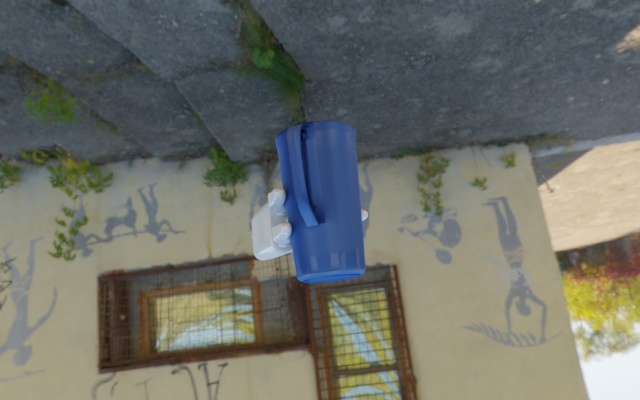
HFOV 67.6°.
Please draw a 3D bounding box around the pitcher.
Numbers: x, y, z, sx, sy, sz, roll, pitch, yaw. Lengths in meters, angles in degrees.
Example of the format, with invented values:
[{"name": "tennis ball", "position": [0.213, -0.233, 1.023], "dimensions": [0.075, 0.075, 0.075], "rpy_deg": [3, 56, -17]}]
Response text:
[{"name": "pitcher", "position": [0.000, 0.003, 0.755], "dimensions": [0.149, 0.242, 0.145], "rpy_deg": [1, -16, -28]}]
